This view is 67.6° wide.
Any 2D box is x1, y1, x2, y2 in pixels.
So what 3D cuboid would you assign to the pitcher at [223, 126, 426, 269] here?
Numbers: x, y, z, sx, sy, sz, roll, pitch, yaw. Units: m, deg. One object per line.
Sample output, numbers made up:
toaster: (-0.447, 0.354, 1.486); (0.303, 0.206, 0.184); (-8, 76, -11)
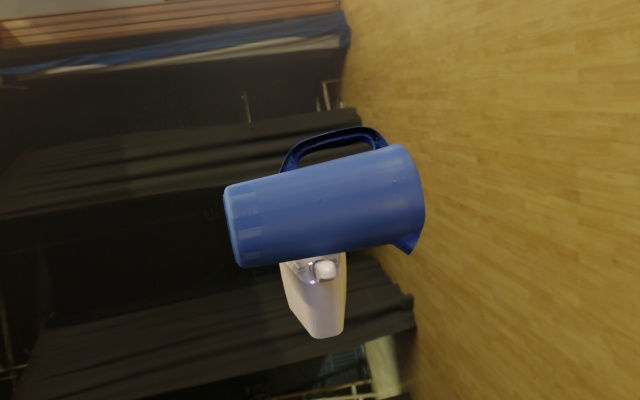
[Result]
pitcher: (0.000, 0.002, 0.627); (0.243, 0.145, 0.149); (-11, 27, -9)
